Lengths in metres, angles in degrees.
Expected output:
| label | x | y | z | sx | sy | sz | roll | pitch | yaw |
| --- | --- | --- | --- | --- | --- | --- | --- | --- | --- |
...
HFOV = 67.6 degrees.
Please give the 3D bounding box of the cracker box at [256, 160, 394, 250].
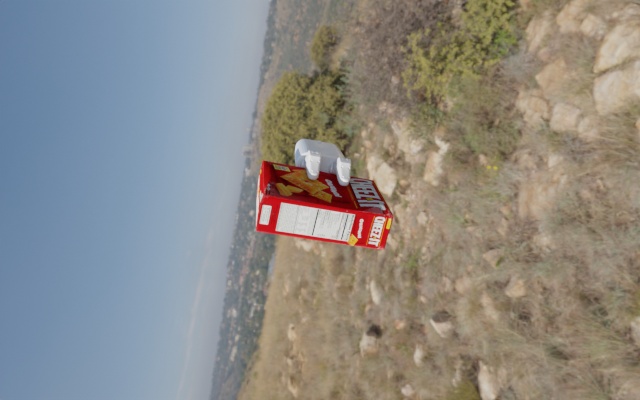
| label | x | y | z | sx | sy | sz | roll | pitch | yaw |
| --- | --- | --- | --- | --- | --- | --- | --- | --- | --- |
| cracker box | 0.000 | 0.003 | 0.816 | 0.214 | 0.072 | 0.164 | 9 | 23 | -10 |
